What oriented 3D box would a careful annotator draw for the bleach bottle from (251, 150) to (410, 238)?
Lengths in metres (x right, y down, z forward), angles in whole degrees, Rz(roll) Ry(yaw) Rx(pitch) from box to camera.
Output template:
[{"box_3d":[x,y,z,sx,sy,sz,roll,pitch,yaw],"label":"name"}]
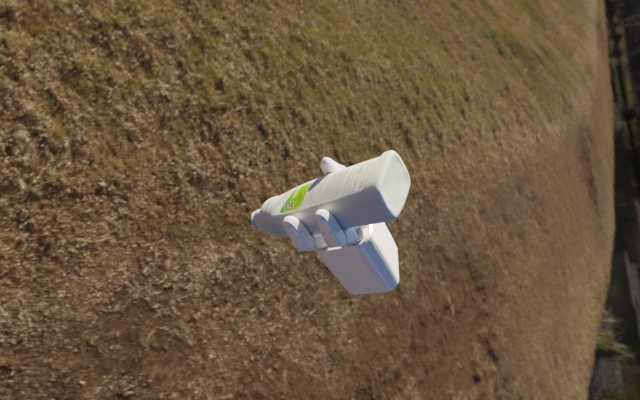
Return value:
[{"box_3d":[0.000,0.002,0.703,0.251,0.068,0.102,-13,34,36],"label":"bleach bottle"}]
